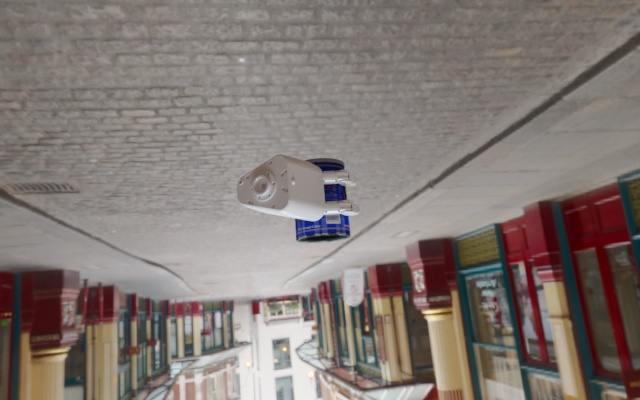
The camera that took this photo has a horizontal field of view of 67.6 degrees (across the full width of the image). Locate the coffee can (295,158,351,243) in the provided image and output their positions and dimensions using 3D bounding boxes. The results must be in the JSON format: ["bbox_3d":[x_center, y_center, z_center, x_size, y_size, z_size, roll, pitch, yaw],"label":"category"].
[{"bbox_3d":[0.000,0.003,0.890,0.103,0.140,0.103,-4,-12,-1],"label":"coffee can"}]
